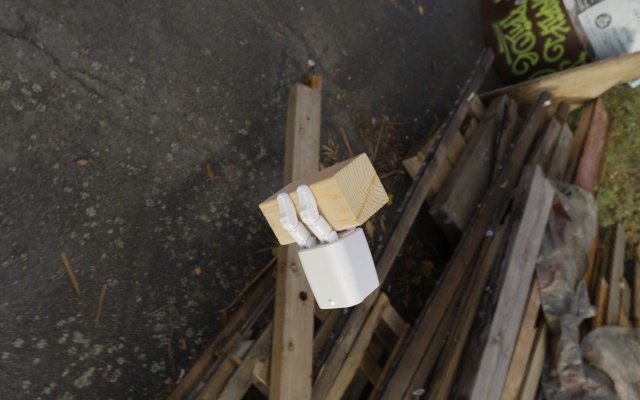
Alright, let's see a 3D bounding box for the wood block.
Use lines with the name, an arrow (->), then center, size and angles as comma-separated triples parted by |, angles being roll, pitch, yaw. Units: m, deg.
wood block -> 0.001, 0.003, 0.818 | 0.206, 0.090, 0.090 | -19, 14, 48
